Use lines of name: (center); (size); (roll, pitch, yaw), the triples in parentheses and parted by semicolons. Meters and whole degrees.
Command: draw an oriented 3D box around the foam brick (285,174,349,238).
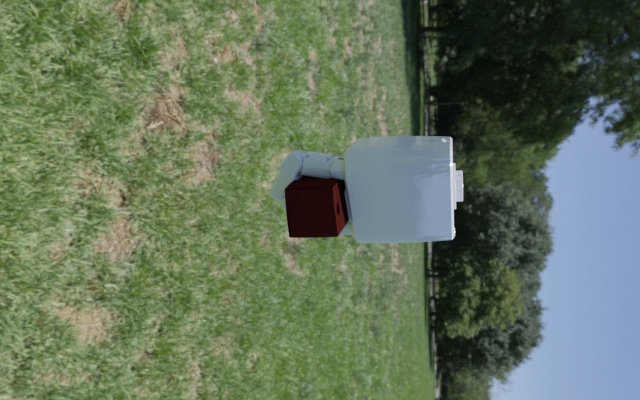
foam brick: (0.000, 0.002, 0.502); (0.051, 0.053, 0.078); (-1, 17, 16)
